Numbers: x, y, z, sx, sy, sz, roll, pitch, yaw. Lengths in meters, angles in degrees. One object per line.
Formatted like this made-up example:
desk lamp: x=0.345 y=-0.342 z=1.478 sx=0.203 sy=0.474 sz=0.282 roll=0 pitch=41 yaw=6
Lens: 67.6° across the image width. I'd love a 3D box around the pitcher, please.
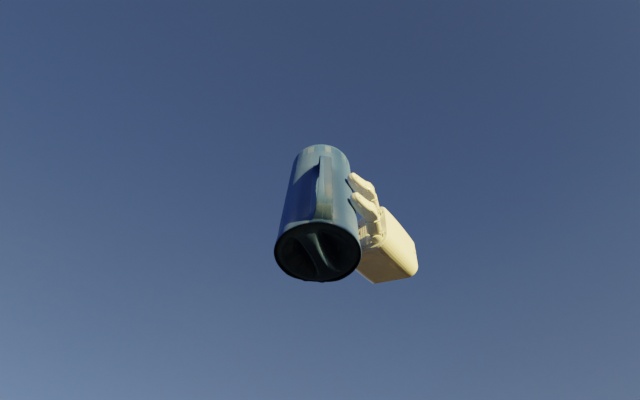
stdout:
pitcher: x=0.000 y=0.003 z=0.805 sx=0.149 sy=0.242 sz=0.145 roll=-33 pitch=-59 yaw=25
